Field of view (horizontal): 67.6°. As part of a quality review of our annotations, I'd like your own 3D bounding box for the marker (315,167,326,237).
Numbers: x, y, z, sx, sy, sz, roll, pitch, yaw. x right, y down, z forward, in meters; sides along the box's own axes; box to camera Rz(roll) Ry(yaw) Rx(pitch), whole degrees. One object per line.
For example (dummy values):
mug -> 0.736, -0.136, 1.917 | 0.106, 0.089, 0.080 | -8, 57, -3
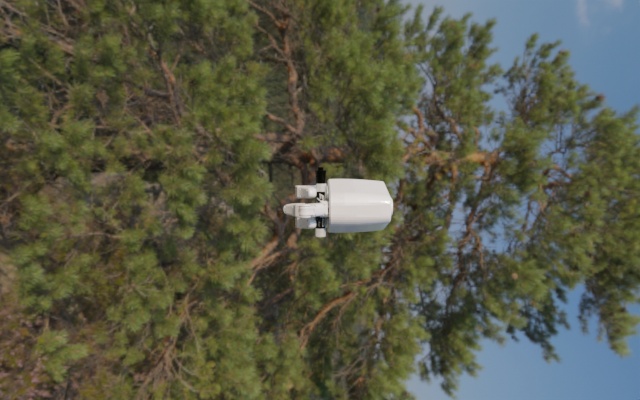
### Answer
marker -> 0.000, 0.003, 0.827 | 0.020, 0.121, 0.020 | 0, 5, 0
